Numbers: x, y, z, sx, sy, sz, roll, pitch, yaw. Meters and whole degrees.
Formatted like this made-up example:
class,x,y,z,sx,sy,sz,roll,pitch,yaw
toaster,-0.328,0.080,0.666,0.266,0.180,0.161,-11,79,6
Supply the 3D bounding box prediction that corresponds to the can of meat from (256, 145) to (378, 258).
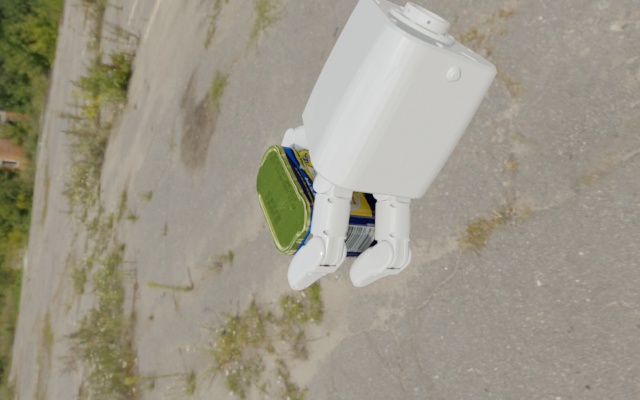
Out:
class,x,y,z,sx,sy,sz,roll,pitch,yaw
can of meat,0.000,0.001,0.400,0.084,0.057,0.102,7,38,-33
